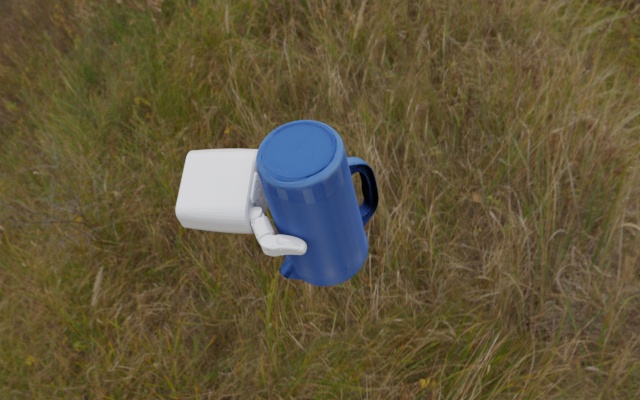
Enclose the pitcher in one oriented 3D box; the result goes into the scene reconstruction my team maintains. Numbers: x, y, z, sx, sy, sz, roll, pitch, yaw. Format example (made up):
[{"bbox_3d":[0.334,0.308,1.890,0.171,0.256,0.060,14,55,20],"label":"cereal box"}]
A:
[{"bbox_3d":[0.000,0.002,0.662,0.145,0.149,0.243,2,-35,12],"label":"pitcher"}]
